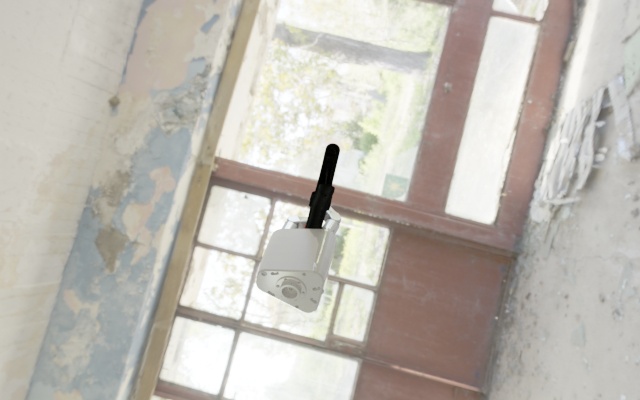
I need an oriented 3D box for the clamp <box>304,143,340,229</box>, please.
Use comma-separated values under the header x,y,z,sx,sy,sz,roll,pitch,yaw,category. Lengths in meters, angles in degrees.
x,y,z,sx,sy,sz,roll,pitch,yaw,category
0.000,0.003,0.793,0.039,0.172,0.120,15,34,3,clamp
